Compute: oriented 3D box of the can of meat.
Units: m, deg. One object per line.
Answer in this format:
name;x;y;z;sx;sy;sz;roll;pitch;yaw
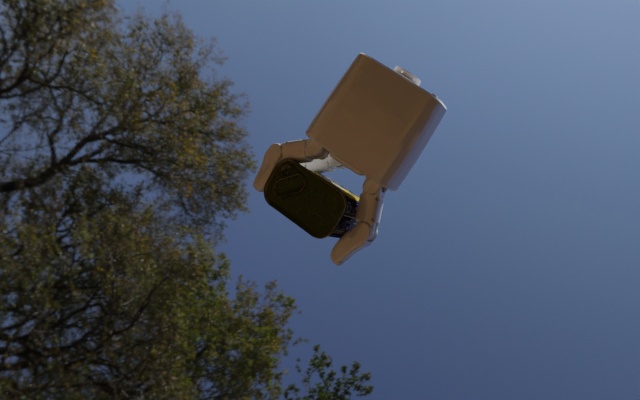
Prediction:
can of meat;0.000;0.002;0.546;0.102;0.057;0.084;34;9;28
